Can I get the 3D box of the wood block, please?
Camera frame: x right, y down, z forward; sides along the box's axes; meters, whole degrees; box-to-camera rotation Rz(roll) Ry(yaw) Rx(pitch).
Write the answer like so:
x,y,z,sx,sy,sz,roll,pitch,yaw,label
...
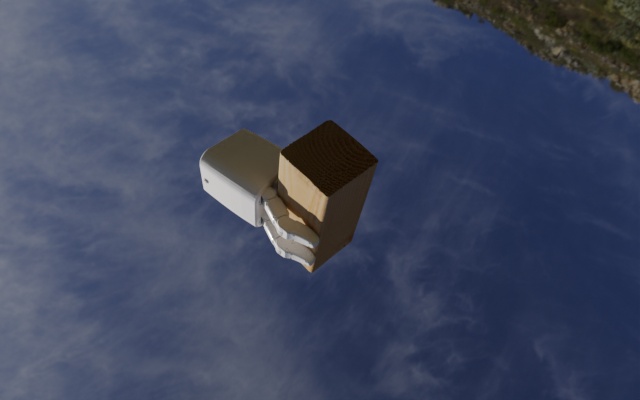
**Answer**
x,y,z,sx,sy,sz,roll,pitch,yaw,label
0.000,0.002,0.665,0.091,0.090,0.206,-37,-22,-26,wood block
